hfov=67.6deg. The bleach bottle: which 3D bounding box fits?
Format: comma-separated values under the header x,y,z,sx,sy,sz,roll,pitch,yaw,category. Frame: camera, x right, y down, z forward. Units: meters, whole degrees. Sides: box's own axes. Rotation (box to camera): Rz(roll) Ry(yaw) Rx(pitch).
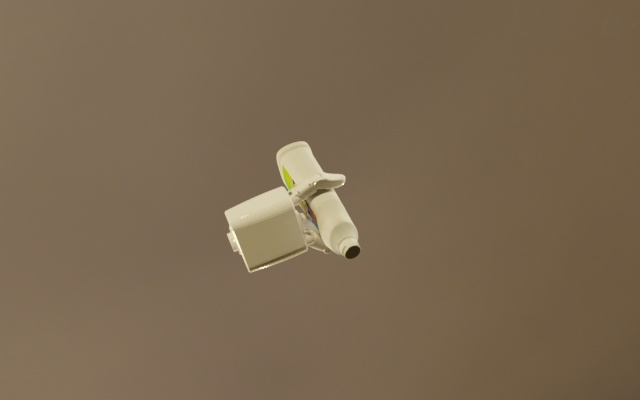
x,y,z,sx,sy,sz,roll,pitch,yaw,category
0.000,0.003,0.823,0.068,0.103,0.250,-22,43,-11,bleach bottle
